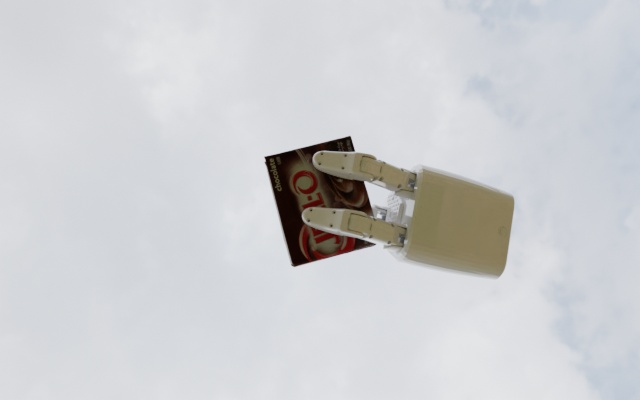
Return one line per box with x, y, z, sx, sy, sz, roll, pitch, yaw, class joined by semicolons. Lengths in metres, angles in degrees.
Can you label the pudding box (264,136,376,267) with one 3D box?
0.000;0.002;0.477;0.090;0.113;0.039;-15;-7;-10;pudding box
